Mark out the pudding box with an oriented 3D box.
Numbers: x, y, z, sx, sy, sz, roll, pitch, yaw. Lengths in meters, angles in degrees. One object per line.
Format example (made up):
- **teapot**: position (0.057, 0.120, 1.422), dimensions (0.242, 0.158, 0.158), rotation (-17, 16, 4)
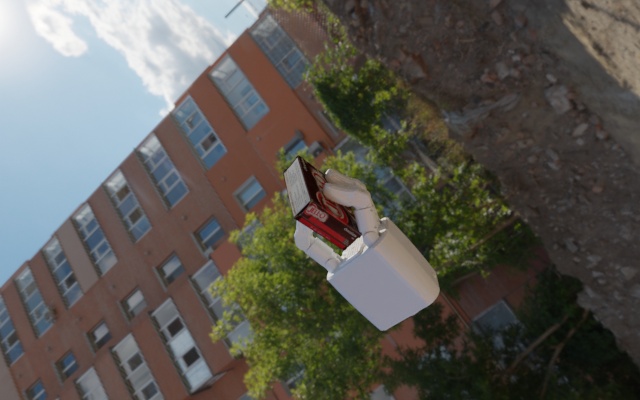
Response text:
- **pudding box**: position (0.000, 0.002, 0.621), dimensions (0.090, 0.039, 0.113), rotation (36, 18, -31)
